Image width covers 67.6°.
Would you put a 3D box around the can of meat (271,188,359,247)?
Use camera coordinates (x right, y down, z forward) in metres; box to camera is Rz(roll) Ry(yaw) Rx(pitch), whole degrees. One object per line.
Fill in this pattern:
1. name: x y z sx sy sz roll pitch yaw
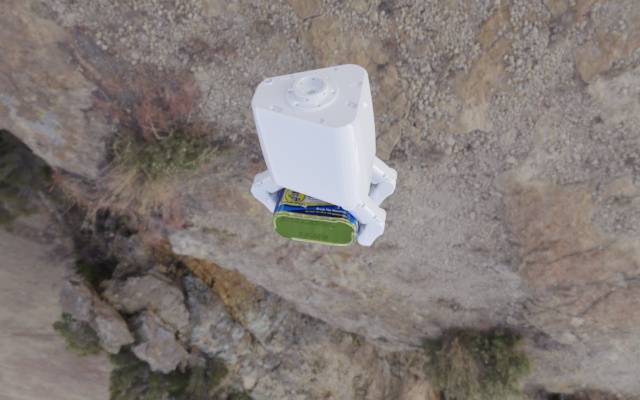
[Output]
1. can of meat: 0.000 0.002 0.555 0.102 0.084 0.057 6 -37 11
